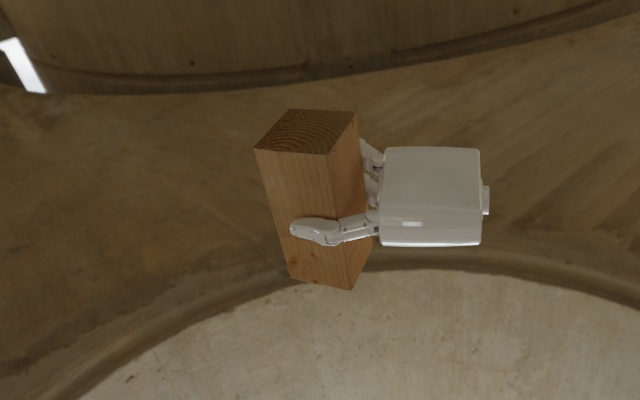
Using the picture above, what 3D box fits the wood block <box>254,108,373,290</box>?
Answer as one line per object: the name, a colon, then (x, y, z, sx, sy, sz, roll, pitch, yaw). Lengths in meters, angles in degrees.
wood block: (0.000, 0.002, 0.583, 0.090, 0.206, 0.090, 8, 41, 24)
